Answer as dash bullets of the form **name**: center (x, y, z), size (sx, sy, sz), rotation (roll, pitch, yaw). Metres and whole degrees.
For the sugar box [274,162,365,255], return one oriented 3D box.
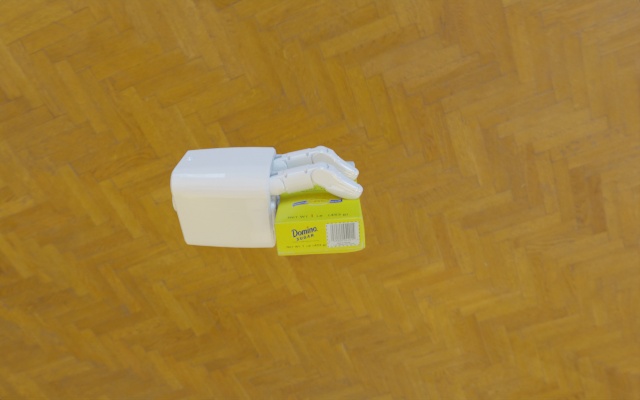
- **sugar box**: center (0.000, 0.001, 0.568), size (0.093, 0.048, 0.176), rotation (-3, 26, 1)
